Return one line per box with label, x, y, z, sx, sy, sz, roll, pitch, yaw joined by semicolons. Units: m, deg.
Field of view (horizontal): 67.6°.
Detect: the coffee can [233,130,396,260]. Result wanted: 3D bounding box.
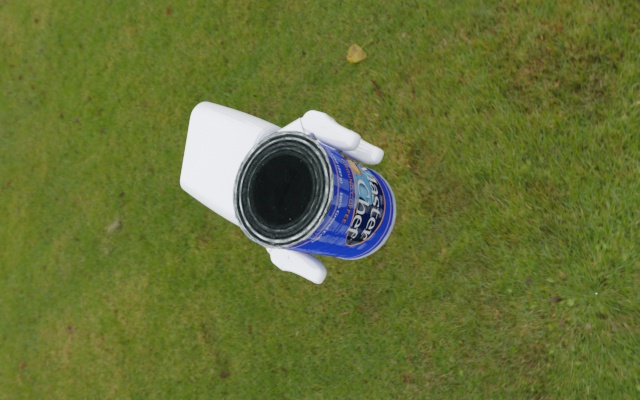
coffee can;0.000;0.002;0.461;0.103;0.103;0.140;0;-10;30
